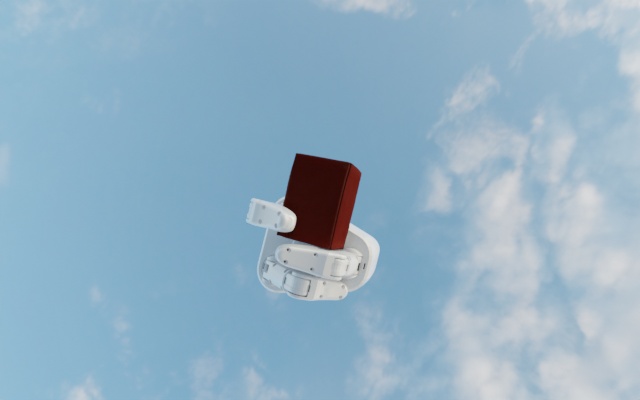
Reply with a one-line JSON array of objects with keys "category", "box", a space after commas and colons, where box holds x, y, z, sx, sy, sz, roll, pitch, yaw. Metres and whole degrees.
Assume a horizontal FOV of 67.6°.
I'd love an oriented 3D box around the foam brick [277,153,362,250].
[{"category": "foam brick", "box": [0.000, 0.001, 0.435, 0.053, 0.078, 0.051, 14, 0, 17]}]
